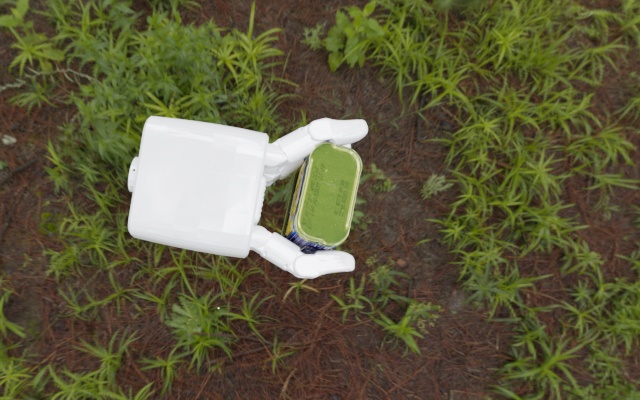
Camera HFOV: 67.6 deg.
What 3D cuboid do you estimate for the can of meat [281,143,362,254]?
[{"bbox_3d":[0.000,0.002,0.473,0.057,0.102,0.084,14,-15,-8],"label":"can of meat"}]
